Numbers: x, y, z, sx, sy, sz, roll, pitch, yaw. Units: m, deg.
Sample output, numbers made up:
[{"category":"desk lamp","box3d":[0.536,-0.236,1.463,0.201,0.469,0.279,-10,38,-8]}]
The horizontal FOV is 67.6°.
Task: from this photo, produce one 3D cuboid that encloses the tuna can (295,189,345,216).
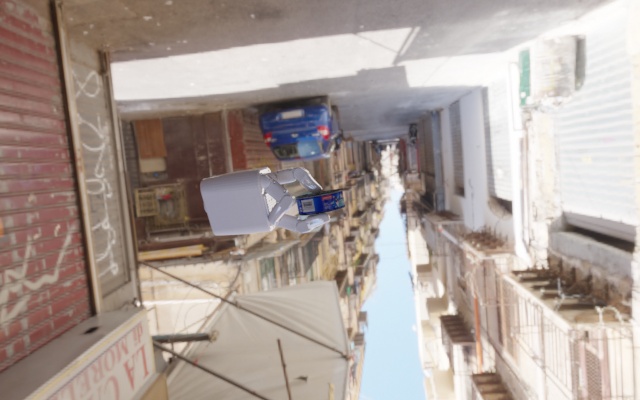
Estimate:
[{"category":"tuna can","box3d":[0.000,0.003,0.852,0.086,0.034,0.086,-10,4,1]}]
